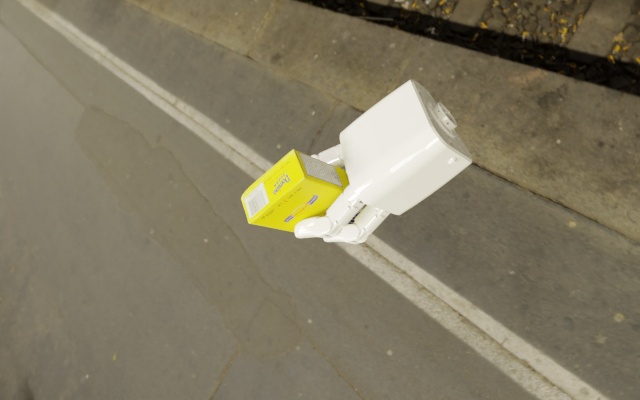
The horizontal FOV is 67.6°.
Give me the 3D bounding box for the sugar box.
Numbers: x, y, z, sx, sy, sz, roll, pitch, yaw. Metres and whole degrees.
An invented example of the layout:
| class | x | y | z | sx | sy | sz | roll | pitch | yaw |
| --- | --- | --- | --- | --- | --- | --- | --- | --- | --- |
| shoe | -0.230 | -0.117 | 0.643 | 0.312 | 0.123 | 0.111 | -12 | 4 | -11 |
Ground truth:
| class | x | y | z | sx | sy | sz | roll | pitch | yaw |
| --- | --- | --- | --- | --- | --- | --- | --- | --- | --- |
| sugar box | 0.000 | 0.002 | 0.580 | 0.093 | 0.048 | 0.176 | -37 | -34 | 27 |
